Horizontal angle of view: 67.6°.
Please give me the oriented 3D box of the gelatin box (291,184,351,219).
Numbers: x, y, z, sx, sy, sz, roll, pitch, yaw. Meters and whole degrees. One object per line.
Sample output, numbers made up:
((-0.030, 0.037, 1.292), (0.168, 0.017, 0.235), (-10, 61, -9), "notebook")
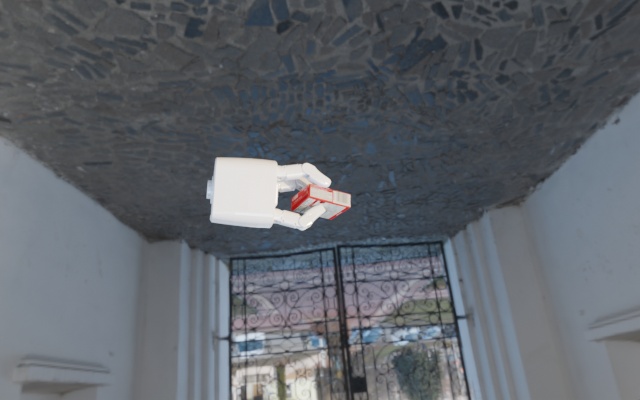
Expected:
((0.000, 0.003, 0.882), (0.089, 0.030, 0.073), (14, -27, -24), "gelatin box")
